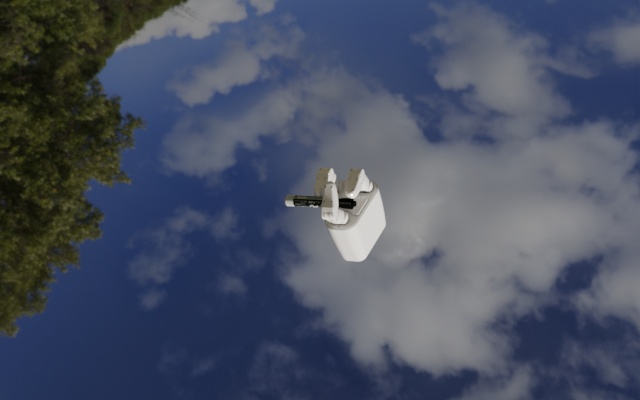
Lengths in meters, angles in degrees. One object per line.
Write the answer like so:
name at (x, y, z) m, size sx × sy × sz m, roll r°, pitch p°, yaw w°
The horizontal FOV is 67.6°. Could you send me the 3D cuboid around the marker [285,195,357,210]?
marker at (0.000, 0.003, 0.775) m, size 0.121 × 0.020 × 0.020 m, roll 3°, pitch 1°, yaw 23°
